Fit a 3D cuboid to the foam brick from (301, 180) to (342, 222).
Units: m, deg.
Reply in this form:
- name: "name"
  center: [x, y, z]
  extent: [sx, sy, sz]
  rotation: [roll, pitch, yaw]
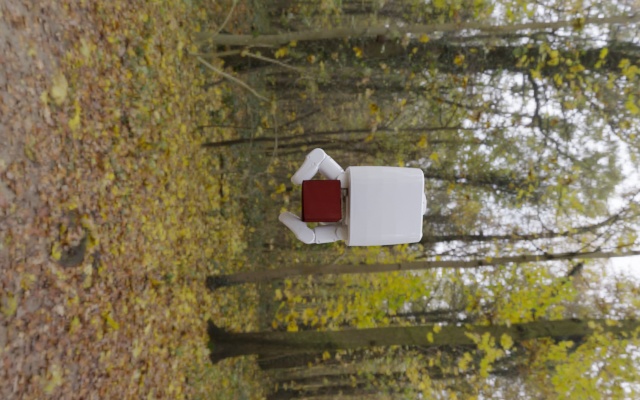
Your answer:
- name: "foam brick"
  center: [0.000, 0.002, 0.648]
  extent: [0.051, 0.053, 0.078]
  rotation: [0, -5, -3]
